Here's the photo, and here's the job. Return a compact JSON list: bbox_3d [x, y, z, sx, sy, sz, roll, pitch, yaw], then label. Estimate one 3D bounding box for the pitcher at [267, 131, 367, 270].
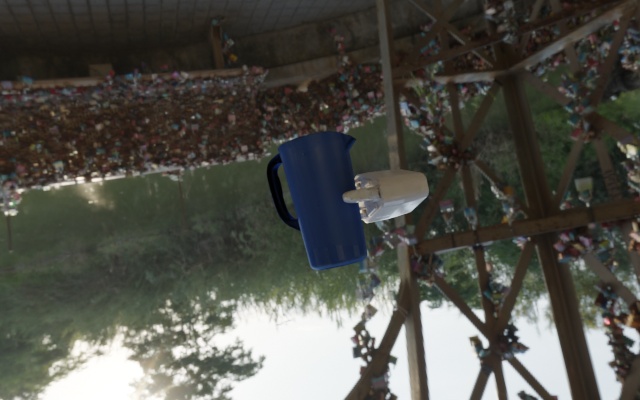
[{"bbox_3d":[0.000,0.003,0.889,0.145,0.243,0.149,-10,-5,-23],"label":"pitcher"}]
